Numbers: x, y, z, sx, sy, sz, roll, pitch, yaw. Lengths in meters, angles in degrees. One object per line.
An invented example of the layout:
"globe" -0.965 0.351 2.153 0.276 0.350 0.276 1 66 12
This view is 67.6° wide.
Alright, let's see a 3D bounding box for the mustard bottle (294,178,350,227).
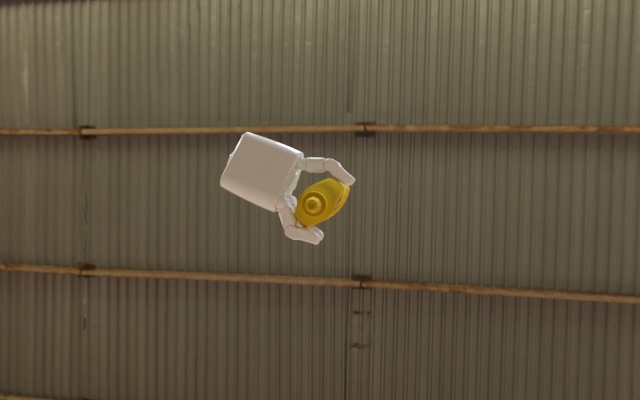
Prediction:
"mustard bottle" 0.000 0.003 0.823 0.096 0.058 0.191 -44 -5 8
